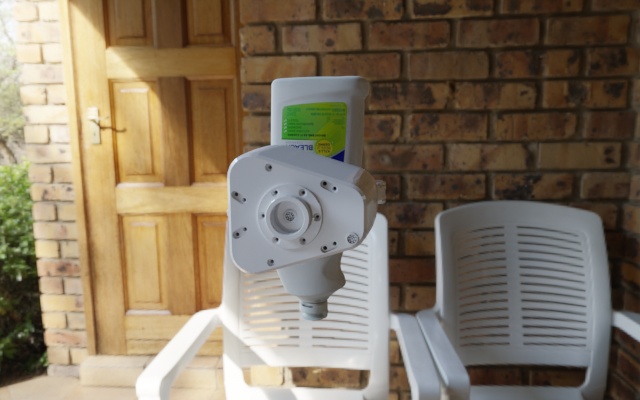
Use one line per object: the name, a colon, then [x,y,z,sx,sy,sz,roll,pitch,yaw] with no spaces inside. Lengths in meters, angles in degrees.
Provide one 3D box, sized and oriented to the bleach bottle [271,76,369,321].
bleach bottle: [0.000,0.002,0.503,0.102,0.251,0.068,0,8,9]
